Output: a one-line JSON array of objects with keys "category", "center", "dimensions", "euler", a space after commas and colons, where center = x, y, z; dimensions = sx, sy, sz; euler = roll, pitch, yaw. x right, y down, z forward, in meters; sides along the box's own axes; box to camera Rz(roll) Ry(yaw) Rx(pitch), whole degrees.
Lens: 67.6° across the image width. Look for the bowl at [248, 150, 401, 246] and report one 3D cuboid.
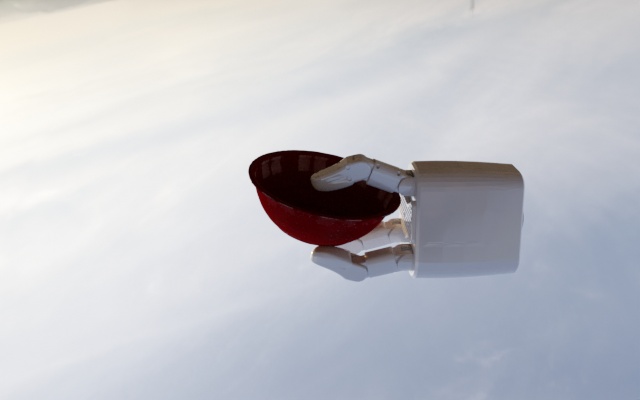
[{"category": "bowl", "center": [-0.001, 0.002, 0.508], "dimensions": [0.162, 0.055, 0.162], "euler": [11, 26, -5]}]
